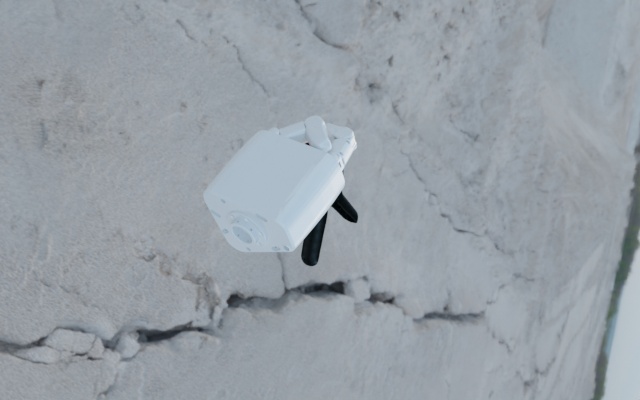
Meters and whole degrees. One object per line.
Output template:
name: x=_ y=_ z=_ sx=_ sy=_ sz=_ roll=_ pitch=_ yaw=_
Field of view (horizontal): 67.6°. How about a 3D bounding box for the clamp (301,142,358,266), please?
clamp: x=0.001 y=0.002 z=0.630 sx=0.039 sy=0.172 sz=0.120 roll=9 pitch=46 yaw=31
